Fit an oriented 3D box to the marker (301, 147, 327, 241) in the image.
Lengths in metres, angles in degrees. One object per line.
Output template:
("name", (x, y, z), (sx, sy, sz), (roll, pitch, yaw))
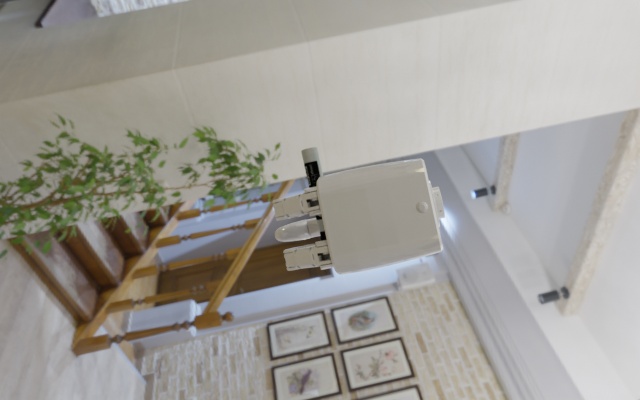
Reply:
("marker", (0.000, 0.002, 0.529), (0.020, 0.121, 0.020), (-12, -1, 0))
